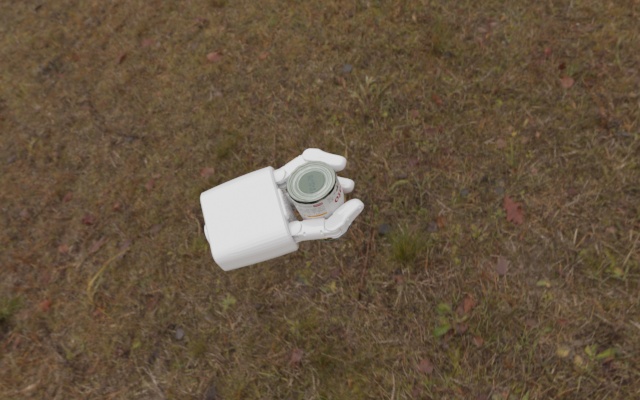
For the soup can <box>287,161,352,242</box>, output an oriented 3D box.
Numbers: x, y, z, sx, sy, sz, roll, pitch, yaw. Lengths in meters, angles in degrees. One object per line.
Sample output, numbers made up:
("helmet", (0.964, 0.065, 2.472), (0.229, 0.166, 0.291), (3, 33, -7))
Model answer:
("soup can", (0.001, 0.002, 0.644), (0.068, 0.068, 0.102), (0, -33, 17))
